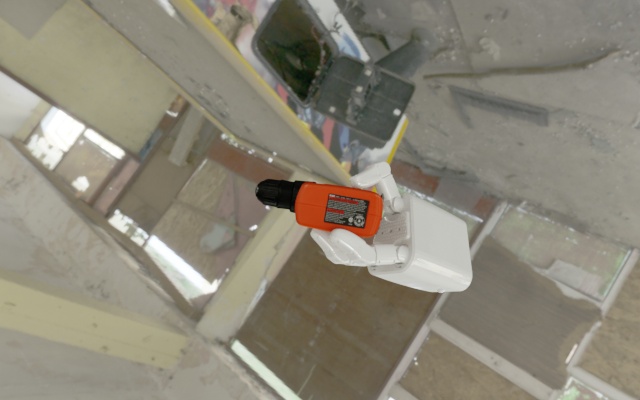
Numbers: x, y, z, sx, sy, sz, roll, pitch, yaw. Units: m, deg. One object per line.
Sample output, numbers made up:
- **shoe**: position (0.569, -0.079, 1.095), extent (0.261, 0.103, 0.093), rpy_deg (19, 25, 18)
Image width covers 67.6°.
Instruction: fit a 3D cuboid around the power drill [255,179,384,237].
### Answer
- **power drill**: position (0.000, 0.002, 0.648), extent (0.184, 0.057, 0.187), rpy_deg (8, 4, -5)
